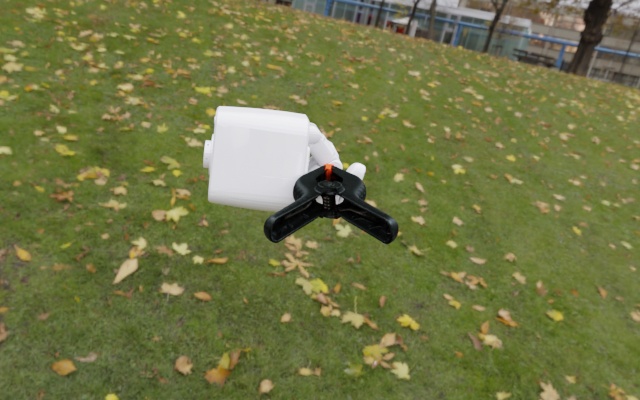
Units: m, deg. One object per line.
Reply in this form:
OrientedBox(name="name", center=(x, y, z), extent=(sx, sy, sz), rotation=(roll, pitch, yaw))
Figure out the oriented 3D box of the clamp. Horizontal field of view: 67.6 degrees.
OrientedBox(name="clamp", center=(0.000, 0.001, 0.490), extent=(0.120, 0.039, 0.171), rotation=(3, 19, -10))
